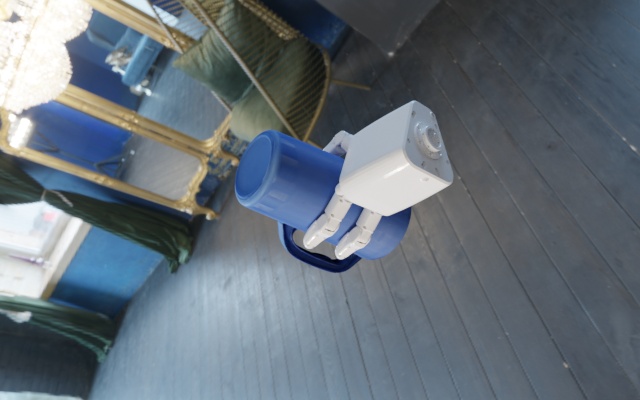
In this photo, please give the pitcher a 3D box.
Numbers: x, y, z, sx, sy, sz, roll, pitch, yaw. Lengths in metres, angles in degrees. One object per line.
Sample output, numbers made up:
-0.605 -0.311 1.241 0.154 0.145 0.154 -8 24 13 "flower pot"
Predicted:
0.000 0.002 0.688 0.243 0.149 0.145 22 -34 -34 "pitcher"
